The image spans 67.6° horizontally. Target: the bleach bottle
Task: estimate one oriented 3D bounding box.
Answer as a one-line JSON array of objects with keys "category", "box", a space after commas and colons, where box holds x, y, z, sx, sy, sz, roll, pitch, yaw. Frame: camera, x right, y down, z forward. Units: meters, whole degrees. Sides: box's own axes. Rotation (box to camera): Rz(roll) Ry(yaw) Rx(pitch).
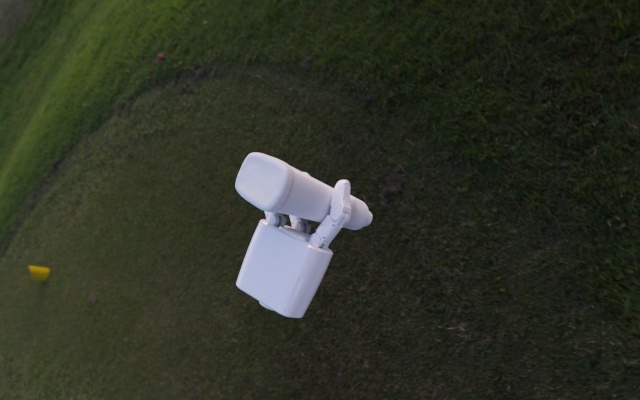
[{"category": "bleach bottle", "box": [0.000, 0.002, 0.709, 0.251, 0.068, 0.102, 21, 5, -46]}]
